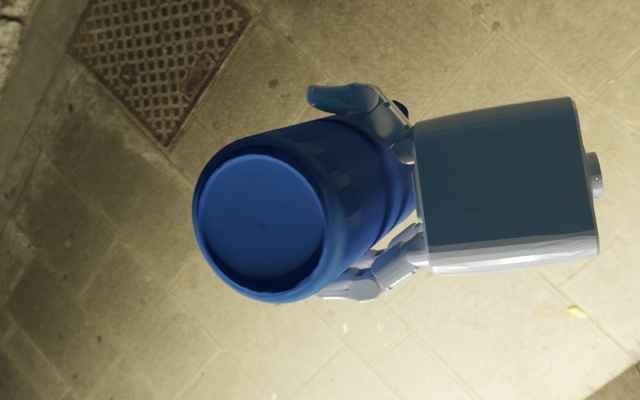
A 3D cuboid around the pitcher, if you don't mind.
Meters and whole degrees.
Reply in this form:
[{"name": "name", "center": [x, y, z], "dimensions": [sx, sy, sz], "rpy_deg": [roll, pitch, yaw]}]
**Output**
[{"name": "pitcher", "center": [0.000, 0.001, 0.401], "dimensions": [0.145, 0.149, 0.243], "rpy_deg": [-9, 8, 22]}]
